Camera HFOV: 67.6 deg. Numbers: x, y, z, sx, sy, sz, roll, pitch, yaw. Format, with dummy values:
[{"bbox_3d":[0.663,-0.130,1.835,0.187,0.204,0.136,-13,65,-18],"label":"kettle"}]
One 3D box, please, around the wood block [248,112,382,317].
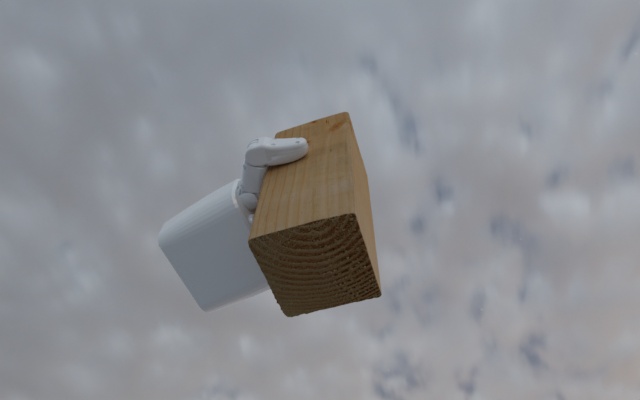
[{"bbox_3d":[0.000,0.001,0.471,0.090,0.091,0.206,-15,30,10],"label":"wood block"}]
